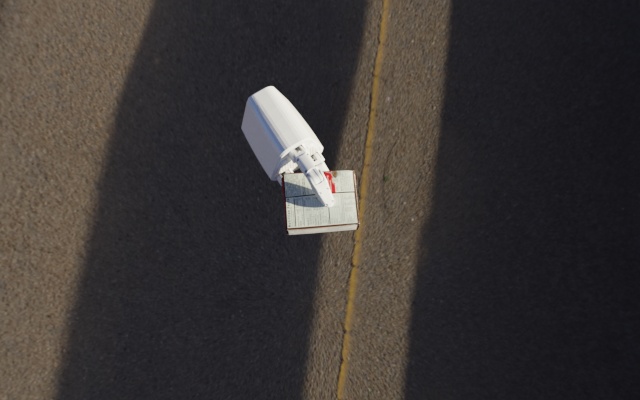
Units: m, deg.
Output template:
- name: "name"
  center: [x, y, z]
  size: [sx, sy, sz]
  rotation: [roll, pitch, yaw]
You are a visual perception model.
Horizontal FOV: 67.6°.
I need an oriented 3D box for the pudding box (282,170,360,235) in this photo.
- name: "pudding box"
  center: [0.000, 0.002, 0.727]
  size: [0.113, 0.090, 0.039]
  rotation: [-4, -15, 0]
